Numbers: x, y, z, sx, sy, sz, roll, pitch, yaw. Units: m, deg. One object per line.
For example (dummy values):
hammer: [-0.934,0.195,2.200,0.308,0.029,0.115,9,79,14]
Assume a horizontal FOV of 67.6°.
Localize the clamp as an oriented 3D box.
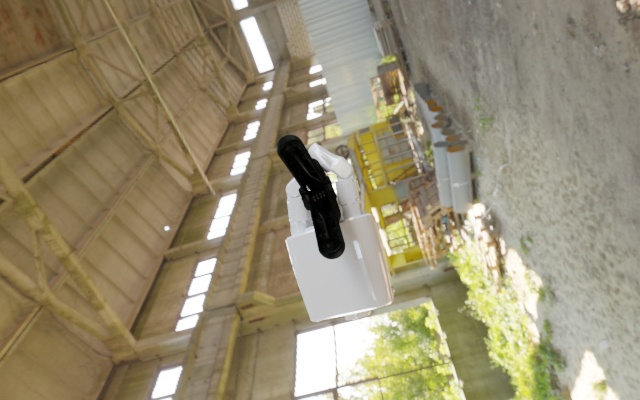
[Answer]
clamp: [-0.001,0.002,0.501,0.039,0.120,0.171,-17,-6,9]
